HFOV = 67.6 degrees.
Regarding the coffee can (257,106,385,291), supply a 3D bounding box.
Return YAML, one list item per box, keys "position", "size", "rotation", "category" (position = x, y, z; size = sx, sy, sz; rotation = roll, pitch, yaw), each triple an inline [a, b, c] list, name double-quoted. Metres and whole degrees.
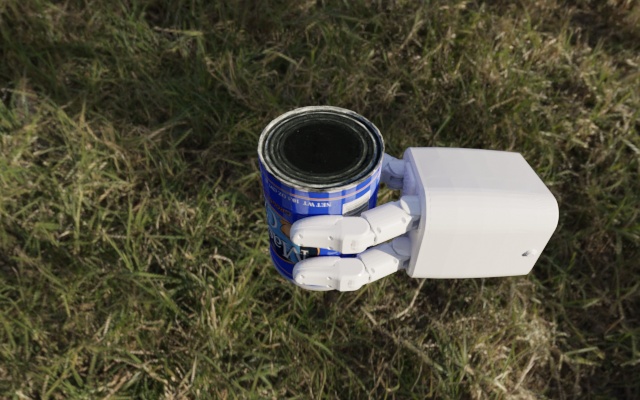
- position: [0.000, 0.001, 0.435]
  size: [0.103, 0.102, 0.140]
  rotation: [0, -42, 0]
  category: "coffee can"
